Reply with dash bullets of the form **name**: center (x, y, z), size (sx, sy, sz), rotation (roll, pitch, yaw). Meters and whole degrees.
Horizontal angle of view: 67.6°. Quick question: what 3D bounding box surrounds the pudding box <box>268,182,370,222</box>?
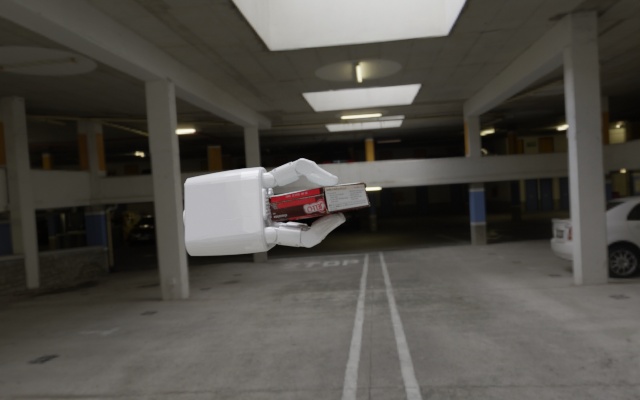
- **pudding box**: center (0.000, 0.002, 0.638), size (0.090, 0.039, 0.113), rotation (-9, 1, 34)
